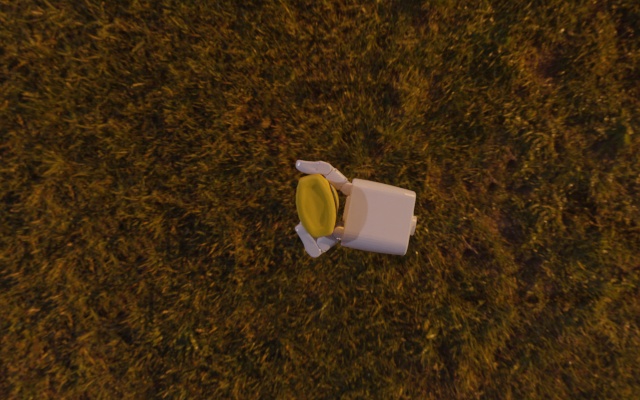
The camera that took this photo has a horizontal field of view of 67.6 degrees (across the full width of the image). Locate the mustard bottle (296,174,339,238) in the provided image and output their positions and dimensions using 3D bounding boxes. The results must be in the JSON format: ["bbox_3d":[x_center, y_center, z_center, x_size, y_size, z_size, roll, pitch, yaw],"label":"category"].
[{"bbox_3d":[0.000,0.003,0.809,0.058,0.096,0.191,-14,3,6],"label":"mustard bottle"}]
